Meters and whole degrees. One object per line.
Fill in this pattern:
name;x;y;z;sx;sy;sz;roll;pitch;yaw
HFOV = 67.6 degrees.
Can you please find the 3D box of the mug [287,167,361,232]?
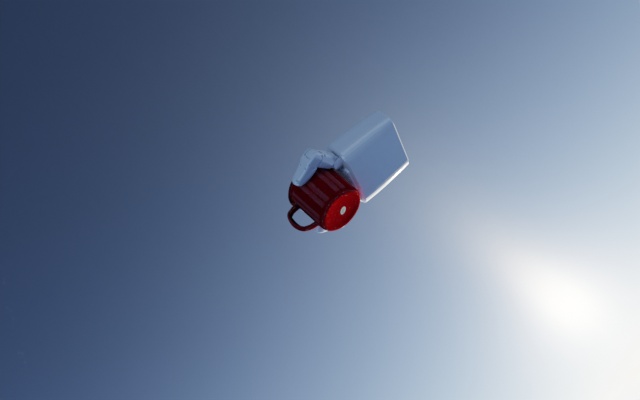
mug;-0.001;0.003;0.756;0.081;0.117;0.093;41;-14;36
